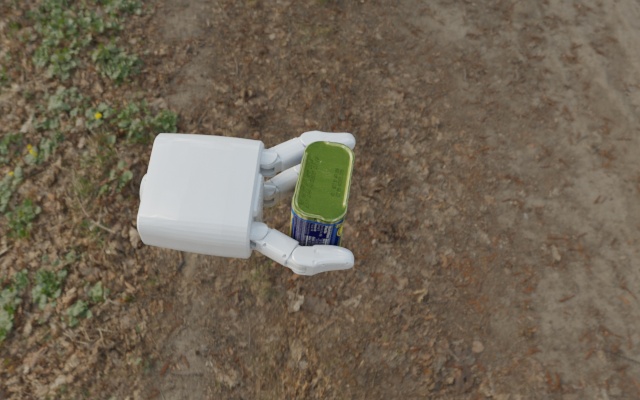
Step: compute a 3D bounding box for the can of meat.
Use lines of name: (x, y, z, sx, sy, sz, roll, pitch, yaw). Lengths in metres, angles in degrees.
can of meat: (0.000, 0.001, 0.487, 0.057, 0.102, 0.084, 10, -35, 0)
